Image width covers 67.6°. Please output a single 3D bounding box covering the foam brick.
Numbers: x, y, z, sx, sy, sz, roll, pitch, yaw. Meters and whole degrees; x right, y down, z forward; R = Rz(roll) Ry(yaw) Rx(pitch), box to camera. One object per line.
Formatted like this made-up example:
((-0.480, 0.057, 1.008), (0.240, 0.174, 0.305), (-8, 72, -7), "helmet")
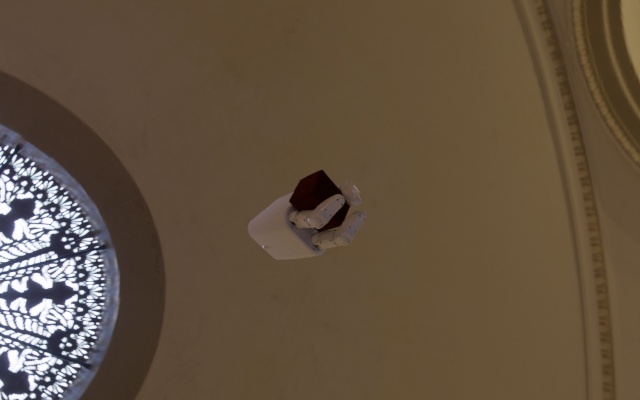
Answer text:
((0.000, 0.002, 0.738), (0.051, 0.053, 0.078), (-19, -57, 41), "foam brick")
